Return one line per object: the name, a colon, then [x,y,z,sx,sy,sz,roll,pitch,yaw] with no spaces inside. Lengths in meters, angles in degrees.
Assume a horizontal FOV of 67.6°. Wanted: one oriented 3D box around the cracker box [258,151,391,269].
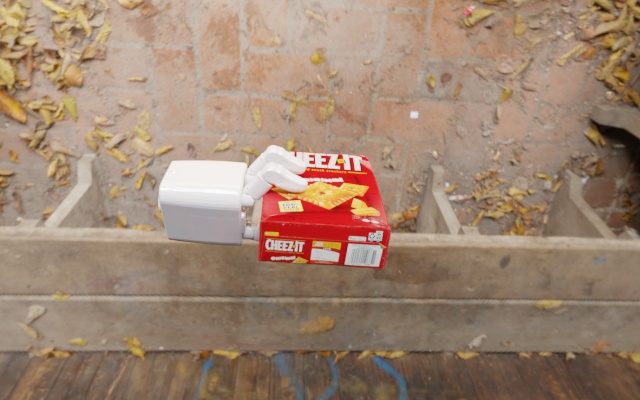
cracker box: [0.000,0.002,0.678,0.164,0.072,0.213,4,30,-5]
